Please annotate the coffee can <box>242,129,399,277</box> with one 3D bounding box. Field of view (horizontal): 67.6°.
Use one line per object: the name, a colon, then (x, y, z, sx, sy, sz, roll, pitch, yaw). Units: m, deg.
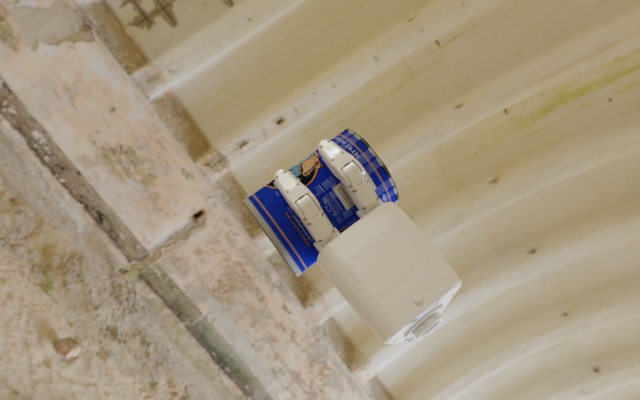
coffee can: (0.000, 0.002, 0.530, 0.140, 0.103, 0.103, -36, 6, -8)
